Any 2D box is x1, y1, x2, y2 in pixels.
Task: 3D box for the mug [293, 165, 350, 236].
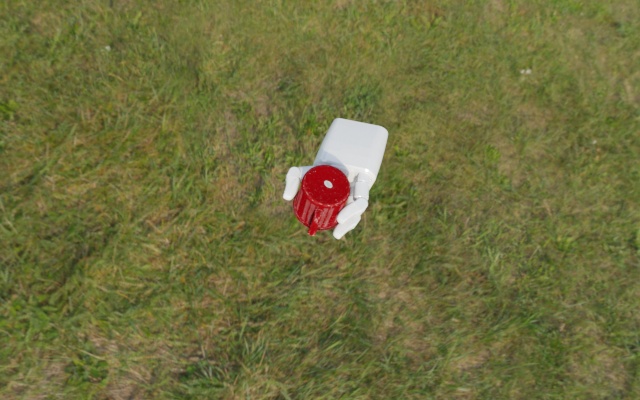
[{"bbox_3d":[0.000,0.004,0.799,0.093,0.117,0.081,19,-29,0],"label":"mug"}]
